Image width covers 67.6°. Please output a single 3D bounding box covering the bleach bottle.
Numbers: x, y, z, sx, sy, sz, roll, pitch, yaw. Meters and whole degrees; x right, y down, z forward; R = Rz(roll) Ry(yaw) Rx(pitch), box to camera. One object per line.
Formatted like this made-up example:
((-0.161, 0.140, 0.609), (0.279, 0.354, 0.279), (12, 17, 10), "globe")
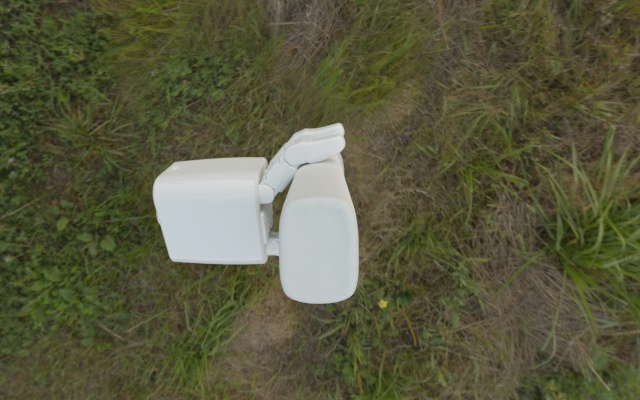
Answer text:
((0.000, 0.002, 0.512), (0.068, 0.103, 0.250), (0, 19, 1), "bleach bottle")
